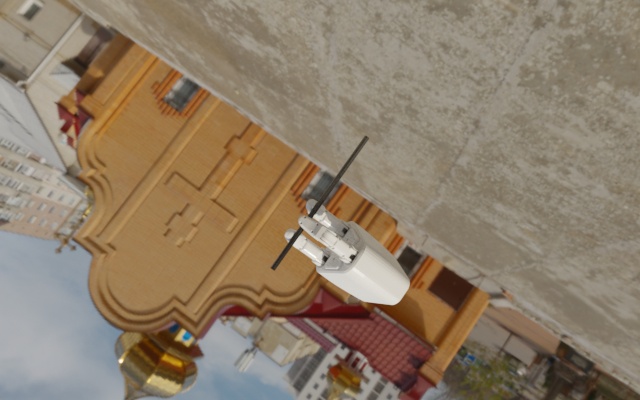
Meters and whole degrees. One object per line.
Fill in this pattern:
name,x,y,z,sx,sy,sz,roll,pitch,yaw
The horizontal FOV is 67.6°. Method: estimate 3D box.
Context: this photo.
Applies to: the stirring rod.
stirring rod,0.000,0.002,0.703,0.011,0.239,0.011,35,-6,4
